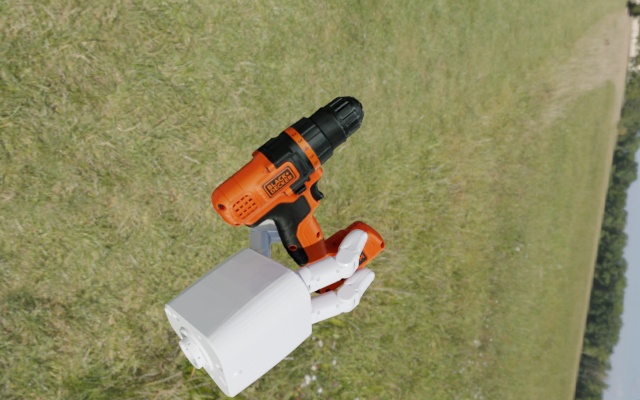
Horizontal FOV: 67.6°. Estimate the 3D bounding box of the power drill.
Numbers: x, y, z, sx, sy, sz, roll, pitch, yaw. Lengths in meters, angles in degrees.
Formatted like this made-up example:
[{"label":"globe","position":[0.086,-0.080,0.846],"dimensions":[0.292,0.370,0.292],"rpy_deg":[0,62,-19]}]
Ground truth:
[{"label":"power drill","position":[0.000,0.002,0.526],"dimensions":[0.184,0.188,0.057],"rpy_deg":[-38,34,-6]}]
